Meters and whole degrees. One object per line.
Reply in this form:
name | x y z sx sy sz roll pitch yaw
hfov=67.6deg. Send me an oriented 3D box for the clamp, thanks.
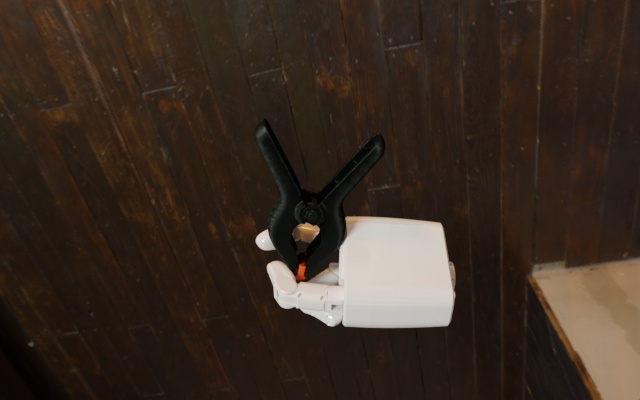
clamp | 0.000 0.002 0.470 0.120 0.172 0.039 2 31 3
